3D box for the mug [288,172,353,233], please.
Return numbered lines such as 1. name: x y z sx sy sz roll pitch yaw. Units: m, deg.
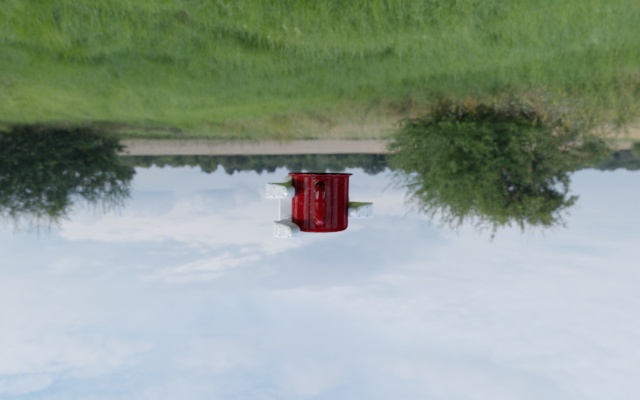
1. mug: 0.000 0.003 0.670 0.093 0.081 0.117 0 5 -3
